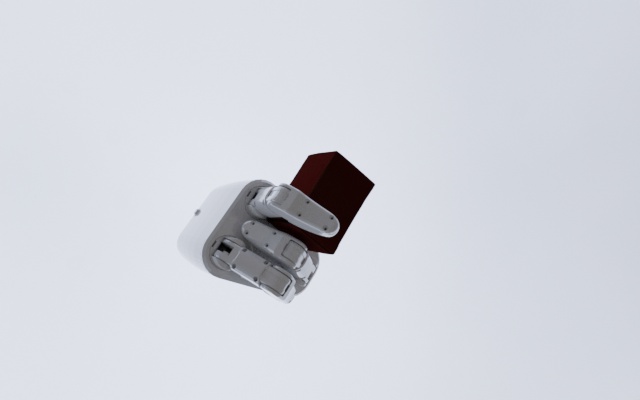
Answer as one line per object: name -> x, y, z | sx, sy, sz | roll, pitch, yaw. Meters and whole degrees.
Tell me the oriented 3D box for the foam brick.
foam brick -> 0.000, 0.001, 0.431 | 0.053, 0.078, 0.051 | 41, -19, -25
